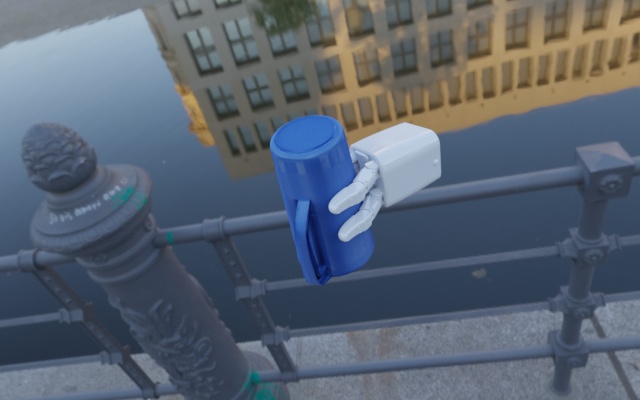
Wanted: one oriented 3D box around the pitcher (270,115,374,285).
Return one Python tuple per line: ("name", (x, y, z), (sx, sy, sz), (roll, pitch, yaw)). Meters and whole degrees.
("pitcher", (0.000, 0.002, 0.737), (0.145, 0.243, 0.149), (-25, 41, -12))
